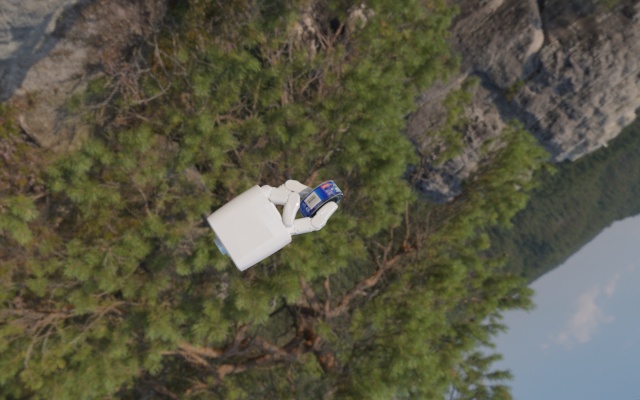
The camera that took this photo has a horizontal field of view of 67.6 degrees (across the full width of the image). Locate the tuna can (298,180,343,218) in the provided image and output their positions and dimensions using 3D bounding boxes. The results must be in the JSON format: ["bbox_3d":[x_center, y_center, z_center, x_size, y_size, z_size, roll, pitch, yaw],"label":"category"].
[{"bbox_3d":[0.001,0.003,0.885,0.086,0.033,0.086,-35,-16,-12],"label":"tuna can"}]
